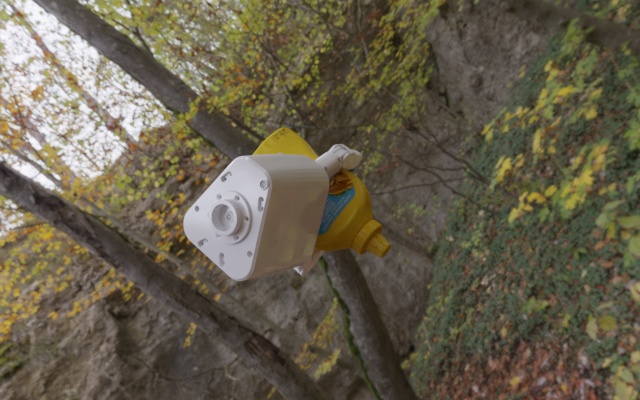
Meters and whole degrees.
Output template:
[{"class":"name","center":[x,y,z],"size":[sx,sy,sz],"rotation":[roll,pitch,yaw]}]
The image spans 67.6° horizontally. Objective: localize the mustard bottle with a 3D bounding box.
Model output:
[{"class":"mustard bottle","center":[0.000,0.002,0.552],"size":[0.191,0.096,0.058],"rotation":[37,-5,21]}]
